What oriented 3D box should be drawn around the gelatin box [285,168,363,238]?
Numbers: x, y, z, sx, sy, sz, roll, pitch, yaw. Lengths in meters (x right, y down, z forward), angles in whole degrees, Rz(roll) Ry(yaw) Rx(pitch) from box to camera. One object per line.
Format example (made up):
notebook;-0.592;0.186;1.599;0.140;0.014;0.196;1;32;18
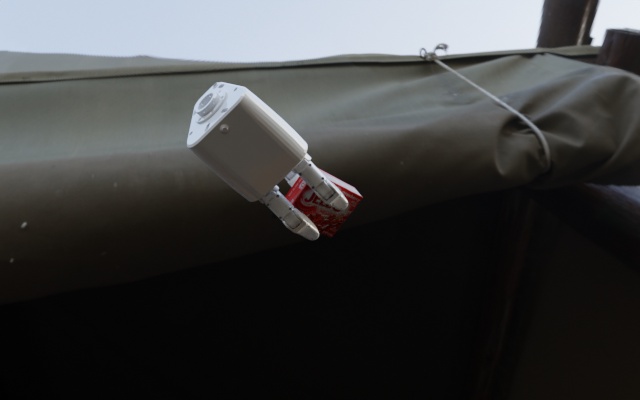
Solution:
gelatin box;0.000;0.002;0.634;0.089;0.073;0.030;26;19;-36
